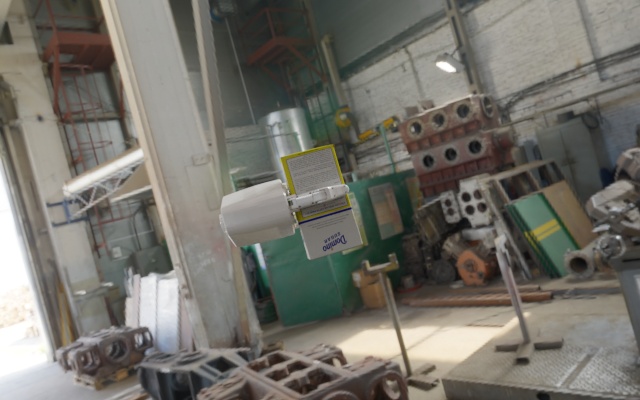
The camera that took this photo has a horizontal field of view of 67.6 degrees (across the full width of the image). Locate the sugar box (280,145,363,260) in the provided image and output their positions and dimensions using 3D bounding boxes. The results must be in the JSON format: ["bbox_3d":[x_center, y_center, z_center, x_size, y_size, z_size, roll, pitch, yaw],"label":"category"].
[{"bbox_3d":[0.000,0.003,0.797,0.093,0.176,0.048,-15,0,-8],"label":"sugar box"}]
